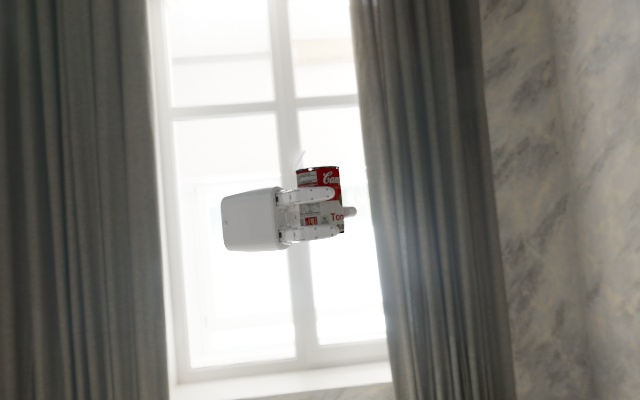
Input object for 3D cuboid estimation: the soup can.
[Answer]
[{"bbox_3d":[0.001,0.003,0.722,0.068,0.102,0.068,-5,-3,0],"label":"soup can"}]
